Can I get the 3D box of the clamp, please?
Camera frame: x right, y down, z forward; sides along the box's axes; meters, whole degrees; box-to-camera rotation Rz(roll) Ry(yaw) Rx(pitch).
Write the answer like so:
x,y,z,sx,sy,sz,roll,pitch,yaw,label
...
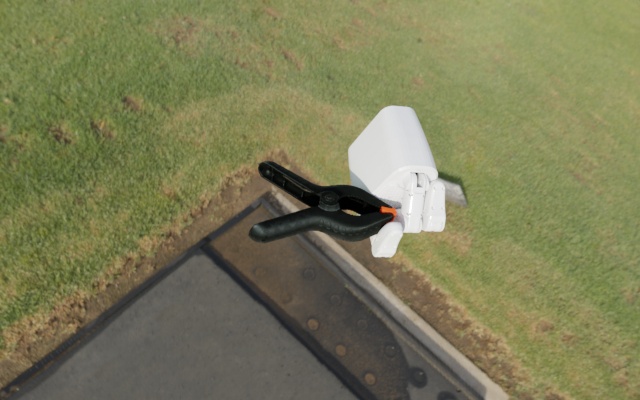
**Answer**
x,y,z,sx,sy,sz,roll,pitch,yaw,label
0.000,0.002,0.556,0.171,0.120,0.039,4,-39,-17,clamp
